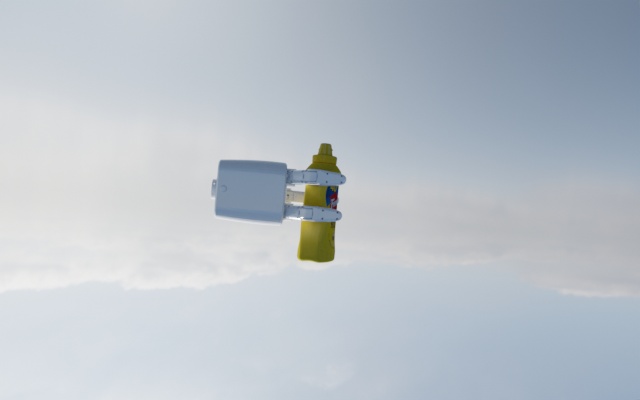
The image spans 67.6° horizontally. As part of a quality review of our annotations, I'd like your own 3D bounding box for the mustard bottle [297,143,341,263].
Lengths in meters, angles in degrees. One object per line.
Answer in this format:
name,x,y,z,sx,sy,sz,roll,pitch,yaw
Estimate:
mustard bottle,0.000,0.003,0.778,0.058,0.191,0.096,4,-2,16
